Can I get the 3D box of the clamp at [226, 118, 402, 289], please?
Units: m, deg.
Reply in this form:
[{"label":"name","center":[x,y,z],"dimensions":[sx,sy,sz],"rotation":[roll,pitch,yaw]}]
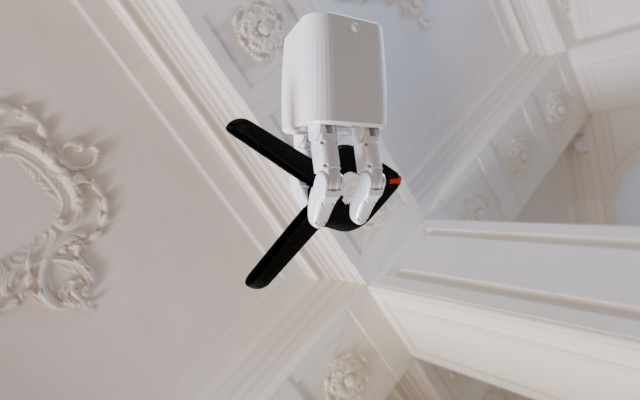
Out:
[{"label":"clamp","center":[0.000,0.001,0.507],"dimensions":[0.210,0.164,0.036],"rotation":[-3,5,-35]}]
